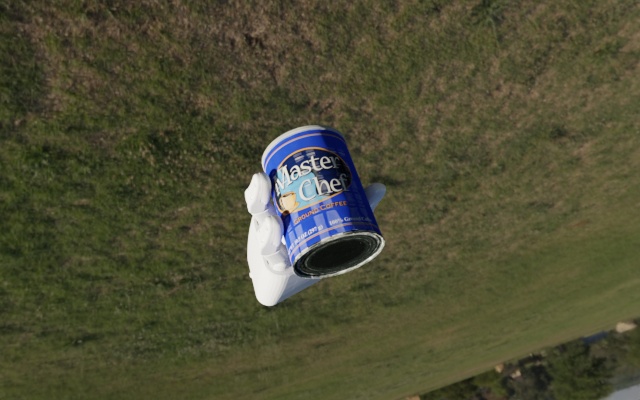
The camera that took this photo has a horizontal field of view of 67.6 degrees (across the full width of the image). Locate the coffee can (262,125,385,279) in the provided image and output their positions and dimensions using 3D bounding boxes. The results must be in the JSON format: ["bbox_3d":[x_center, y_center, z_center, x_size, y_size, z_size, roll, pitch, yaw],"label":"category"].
[{"bbox_3d":[0.000,0.002,0.534,0.103,0.140,0.103,-14,-29,-8],"label":"coffee can"}]
